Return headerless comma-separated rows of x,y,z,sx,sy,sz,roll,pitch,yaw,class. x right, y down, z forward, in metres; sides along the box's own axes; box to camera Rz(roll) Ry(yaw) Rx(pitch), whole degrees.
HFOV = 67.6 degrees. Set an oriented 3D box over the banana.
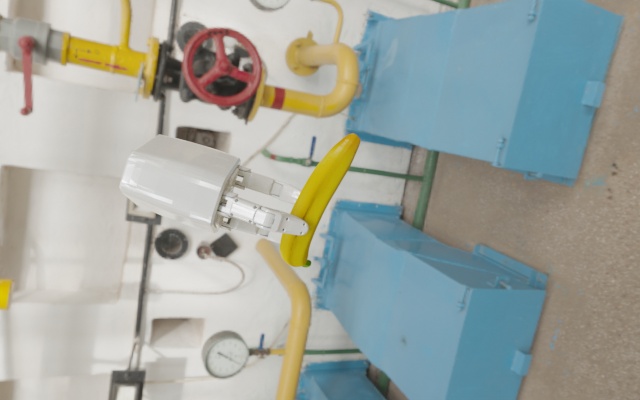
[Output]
-0.009,0.010,0.568,0.037,0.198,0.069,30,29,14,banana
